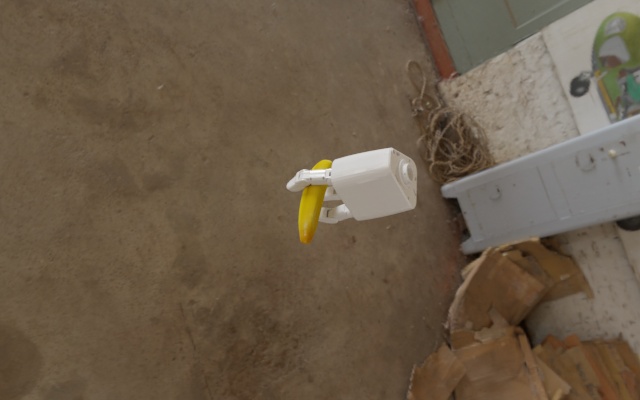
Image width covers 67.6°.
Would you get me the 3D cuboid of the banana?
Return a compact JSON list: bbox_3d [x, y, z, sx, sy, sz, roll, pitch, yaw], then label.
[{"bbox_3d":[-0.004,-0.014,0.836,0.037,0.070,0.197,-3,39,21],"label":"banana"}]
